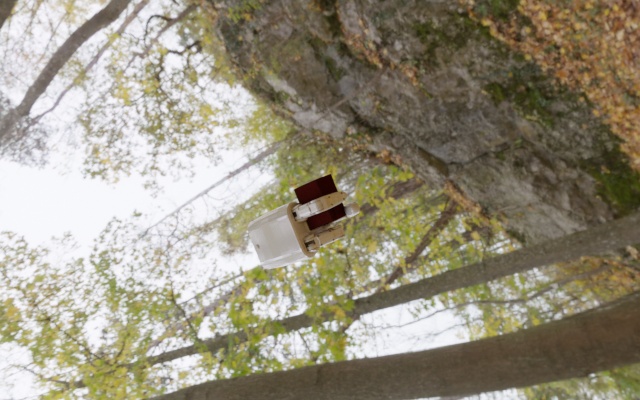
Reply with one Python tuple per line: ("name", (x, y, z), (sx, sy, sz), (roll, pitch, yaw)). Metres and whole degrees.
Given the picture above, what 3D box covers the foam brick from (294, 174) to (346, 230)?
("foam brick", (0.000, 0.002, 0.811), (0.051, 0.078, 0.053), (-22, -1, 35))
